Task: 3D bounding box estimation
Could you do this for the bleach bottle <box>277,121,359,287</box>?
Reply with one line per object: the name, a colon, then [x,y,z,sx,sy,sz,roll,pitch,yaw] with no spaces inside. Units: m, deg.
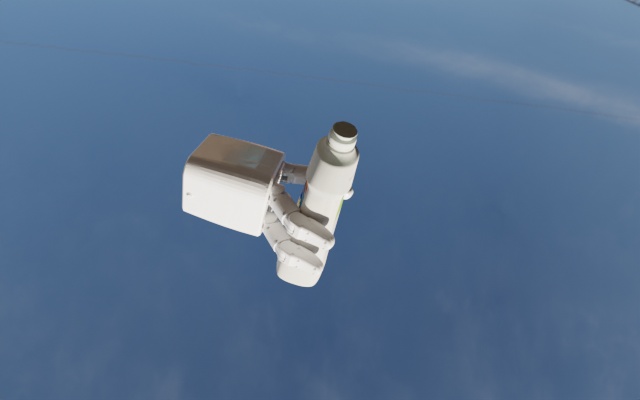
bleach bottle: [0.000,0.002,0.605,0.068,0.102,0.251,17,-45,-2]
